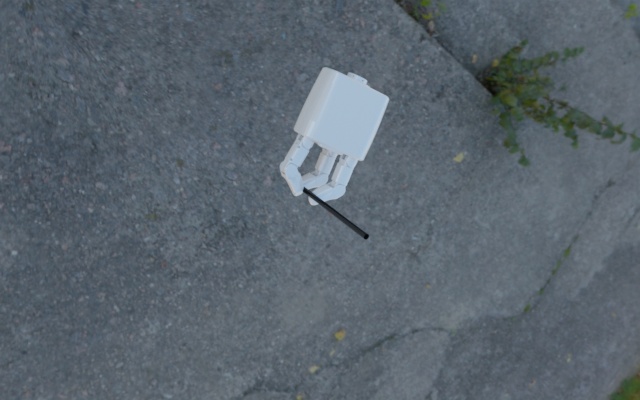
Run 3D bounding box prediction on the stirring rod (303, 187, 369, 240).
[{"bbox_3d":[0.000,0.002,0.709,0.011,0.011,0.239,0,22,-32],"label":"stirring rod"}]
